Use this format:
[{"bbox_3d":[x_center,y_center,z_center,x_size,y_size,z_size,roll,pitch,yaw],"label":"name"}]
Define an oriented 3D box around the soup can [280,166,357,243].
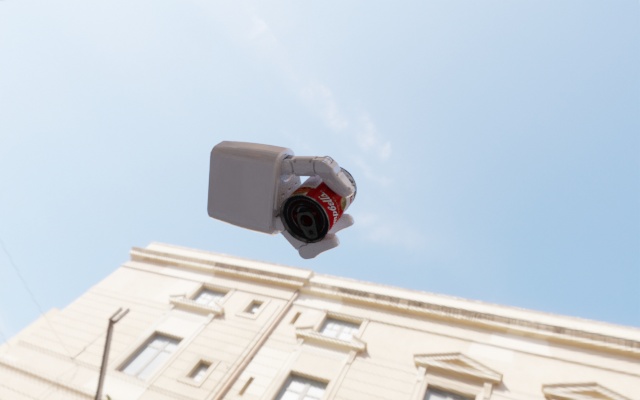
[{"bbox_3d":[0.001,0.002,0.629,0.068,0.068,0.102,0,26,27],"label":"soup can"}]
